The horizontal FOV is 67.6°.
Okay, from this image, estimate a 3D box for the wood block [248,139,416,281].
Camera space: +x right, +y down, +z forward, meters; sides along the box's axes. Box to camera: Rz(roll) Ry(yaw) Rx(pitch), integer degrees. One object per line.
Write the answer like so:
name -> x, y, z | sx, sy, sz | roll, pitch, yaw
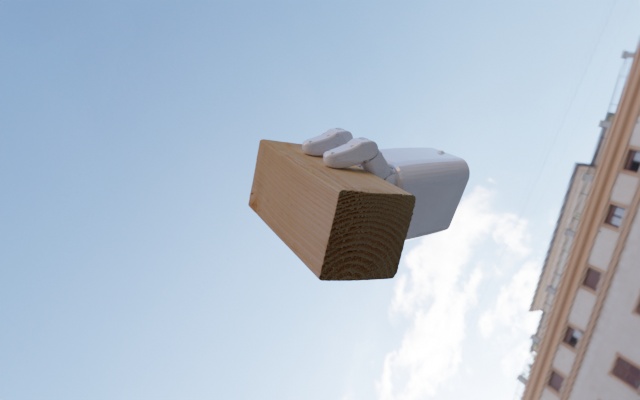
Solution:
wood block -> 0.000, 0.002, 0.531 | 0.090, 0.091, 0.206 | 3, 17, -29
